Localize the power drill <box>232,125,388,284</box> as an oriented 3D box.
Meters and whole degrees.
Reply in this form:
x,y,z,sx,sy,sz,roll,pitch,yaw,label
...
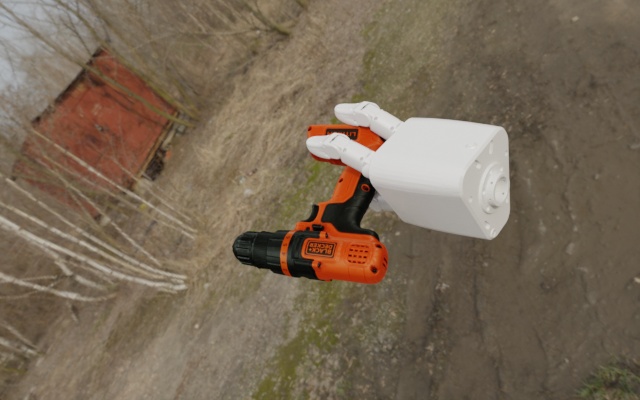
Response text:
x,y,z,sx,sy,sz,roll,pitch,yaw,label
0.000,0.001,0.558,0.184,0.187,0.057,5,-25,22,power drill
